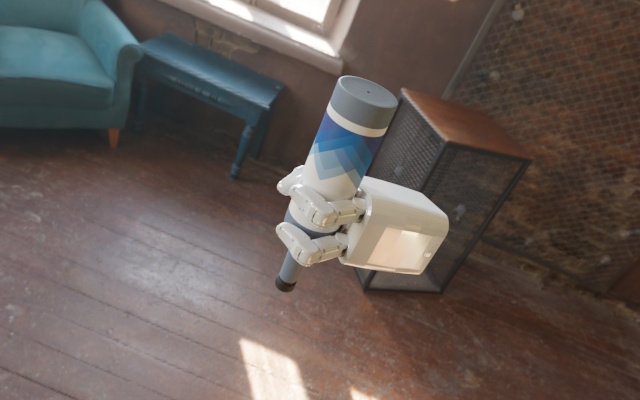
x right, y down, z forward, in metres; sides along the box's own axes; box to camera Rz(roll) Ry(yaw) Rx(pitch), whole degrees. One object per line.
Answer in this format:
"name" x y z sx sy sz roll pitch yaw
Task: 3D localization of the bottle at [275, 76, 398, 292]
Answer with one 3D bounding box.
"bottle" 0.000 0.002 0.567 0.069 0.296 0.069 16 34 -11
